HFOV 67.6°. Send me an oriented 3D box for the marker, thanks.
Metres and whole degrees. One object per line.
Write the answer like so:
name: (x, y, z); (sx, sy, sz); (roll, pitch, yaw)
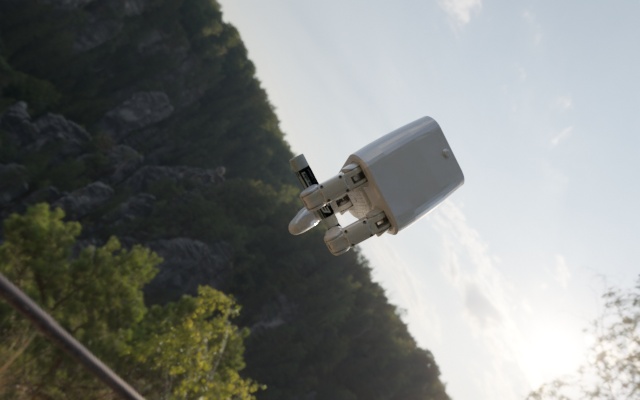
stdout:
marker: (0.000, 0.002, 0.562); (0.020, 0.121, 0.020); (-28, 9, 5)
